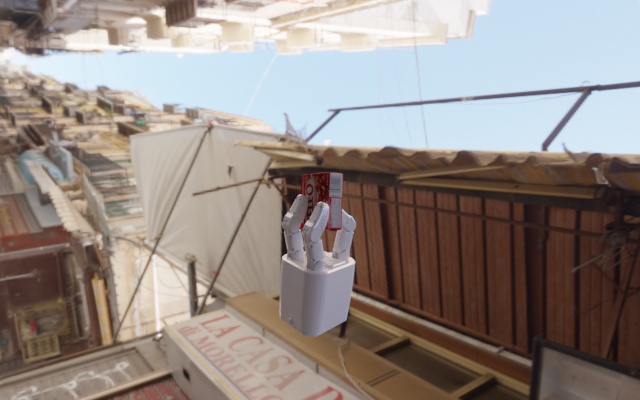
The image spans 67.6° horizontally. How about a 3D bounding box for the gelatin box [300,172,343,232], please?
[{"bbox_3d":[0.000,0.002,0.742,0.030,0.089,0.073,4,-4,-38],"label":"gelatin box"}]
